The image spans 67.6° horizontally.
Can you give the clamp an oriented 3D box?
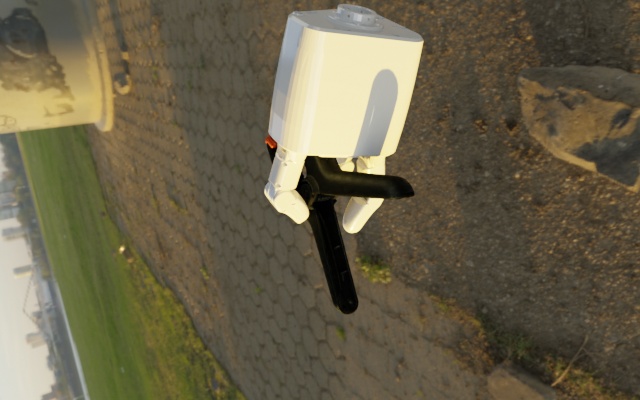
[{"bbox_3d":[-0.001,0.001,0.490,0.036,0.165,0.210,-9,38,-34],"label":"clamp"}]
